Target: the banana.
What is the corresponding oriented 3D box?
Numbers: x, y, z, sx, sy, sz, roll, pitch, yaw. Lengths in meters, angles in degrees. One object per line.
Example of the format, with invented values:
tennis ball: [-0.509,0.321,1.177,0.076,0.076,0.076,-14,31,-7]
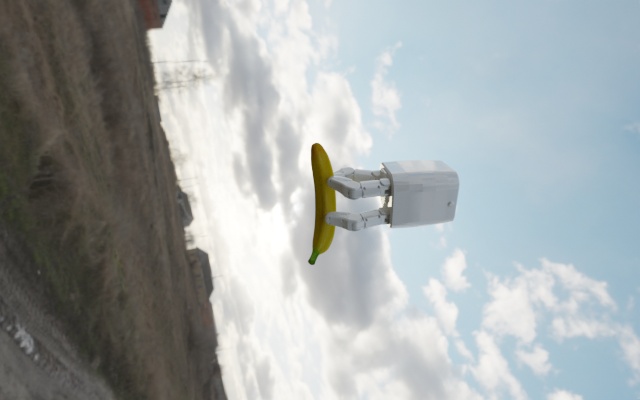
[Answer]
banana: [0.004,0.002,0.780,0.037,0.198,0.069,3,11,13]
